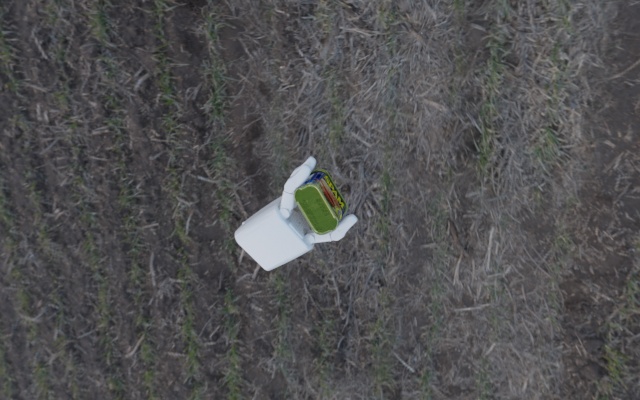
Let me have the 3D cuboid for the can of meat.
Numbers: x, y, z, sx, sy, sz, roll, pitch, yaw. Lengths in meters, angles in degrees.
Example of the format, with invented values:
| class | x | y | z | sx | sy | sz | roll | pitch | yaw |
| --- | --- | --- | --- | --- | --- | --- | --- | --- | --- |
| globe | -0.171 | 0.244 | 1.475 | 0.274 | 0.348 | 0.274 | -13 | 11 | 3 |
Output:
| class | x | y | z | sx | sy | sz | roll | pitch | yaw |
| --- | --- | --- | --- | --- | --- | --- | --- | --- | --- |
| can of meat | 0.000 | 0.003 | 0.866 | 0.057 | 0.102 | 0.084 | -27 | 12 | 20 |
